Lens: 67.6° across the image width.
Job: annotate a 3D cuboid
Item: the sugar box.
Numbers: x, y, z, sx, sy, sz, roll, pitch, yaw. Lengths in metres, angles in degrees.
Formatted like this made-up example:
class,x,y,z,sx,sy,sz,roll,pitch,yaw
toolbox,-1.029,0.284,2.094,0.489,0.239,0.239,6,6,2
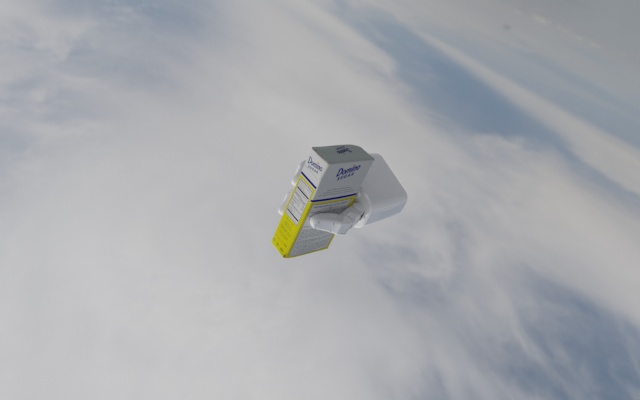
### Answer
class,x,y,z,sx,sy,sz,roll,pitch,yaw
sugar box,0.000,0.002,0.689,0.093,0.176,0.048,-9,44,-43
